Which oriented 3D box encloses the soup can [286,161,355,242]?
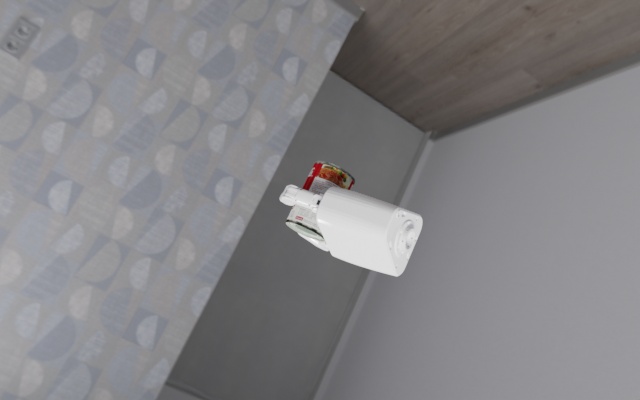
[{"bbox_3d":[0.000,0.002,0.704,0.068,0.102,0.068,24,-14,6],"label":"soup can"}]
